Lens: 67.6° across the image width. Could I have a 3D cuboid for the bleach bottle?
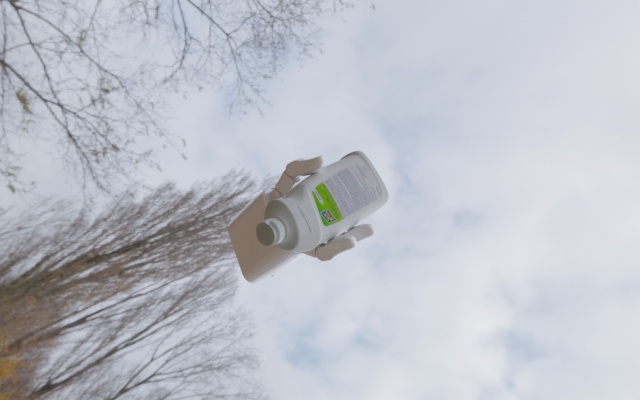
[{"bbox_3d":[0.000,0.002,0.649,0.068,0.102,0.251,-37,-8,36],"label":"bleach bottle"}]
